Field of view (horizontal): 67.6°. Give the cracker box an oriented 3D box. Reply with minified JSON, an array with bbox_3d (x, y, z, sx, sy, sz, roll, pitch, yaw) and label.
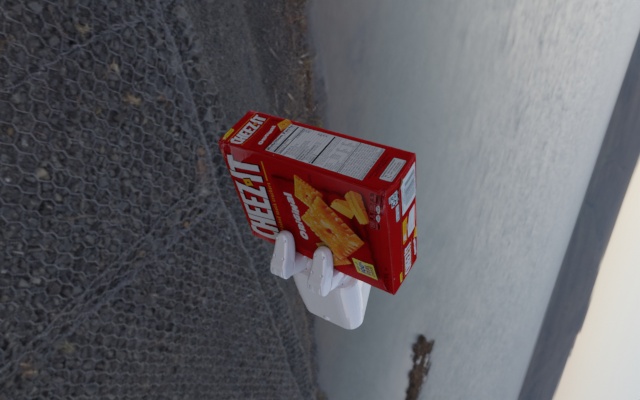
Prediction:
[{"bbox_3d":[0.000,0.002,0.548,0.213,0.164,0.072,19,51,28],"label":"cracker box"}]
